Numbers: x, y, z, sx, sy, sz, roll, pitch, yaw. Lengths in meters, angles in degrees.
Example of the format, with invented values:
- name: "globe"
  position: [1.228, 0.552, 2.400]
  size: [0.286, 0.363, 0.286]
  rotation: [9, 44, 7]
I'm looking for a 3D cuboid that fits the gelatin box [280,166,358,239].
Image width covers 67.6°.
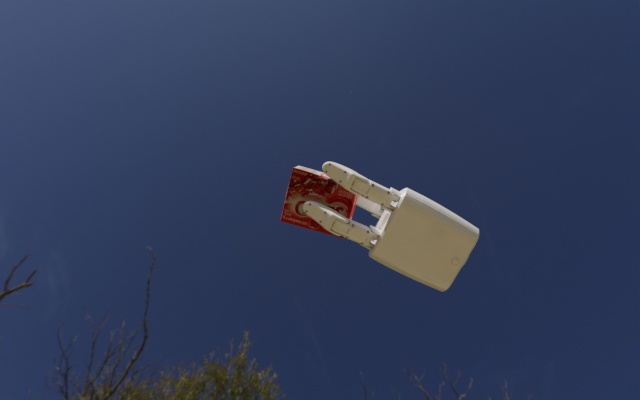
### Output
- name: "gelatin box"
  position: [0.000, 0.002, 0.616]
  size: [0.089, 0.073, 0.030]
  rotation: [16, 11, 9]
